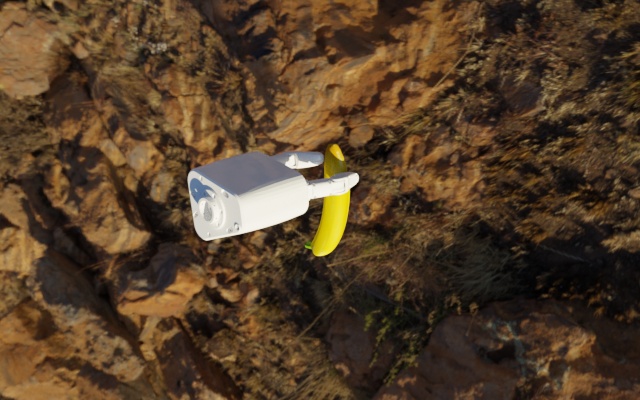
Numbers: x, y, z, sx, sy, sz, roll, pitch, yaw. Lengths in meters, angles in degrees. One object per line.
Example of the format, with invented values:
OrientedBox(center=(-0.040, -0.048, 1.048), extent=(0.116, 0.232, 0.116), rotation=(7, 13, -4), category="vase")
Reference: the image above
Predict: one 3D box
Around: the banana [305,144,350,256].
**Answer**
OrientedBox(center=(0.012, 0.015, 0.708), extent=(0.037, 0.198, 0.069), rotation=(-19, 46, -41), category="banana")
